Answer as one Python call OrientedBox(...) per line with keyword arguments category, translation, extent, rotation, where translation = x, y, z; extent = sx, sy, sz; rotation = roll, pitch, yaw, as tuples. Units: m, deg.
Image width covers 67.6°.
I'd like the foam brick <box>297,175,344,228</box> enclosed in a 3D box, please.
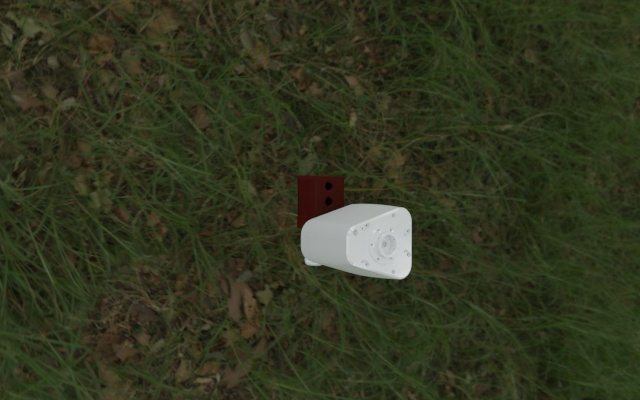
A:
OrientedBox(category="foam brick", translation=(0.000, 0.002, 0.697), extent=(0.053, 0.078, 0.051), rotation=(0, -1, -31))
